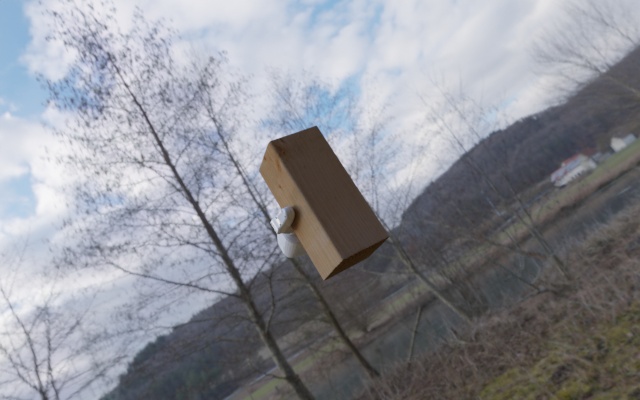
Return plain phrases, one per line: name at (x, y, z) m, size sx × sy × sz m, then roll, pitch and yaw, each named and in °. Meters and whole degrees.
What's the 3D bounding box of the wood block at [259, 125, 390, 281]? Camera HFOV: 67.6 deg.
wood block at (0.000, 0.003, 0.726) m, size 0.091 × 0.206 × 0.090 m, roll -24°, pitch -18°, yaw -28°
